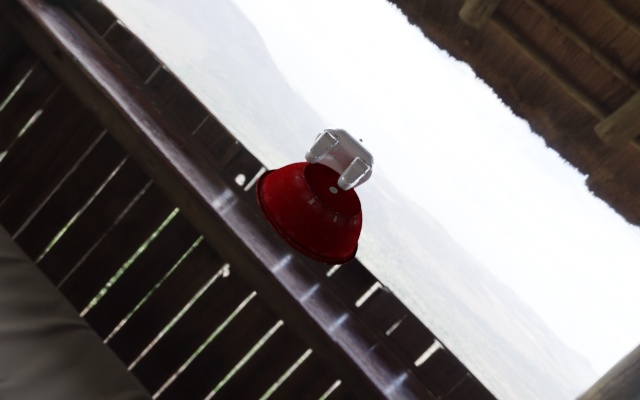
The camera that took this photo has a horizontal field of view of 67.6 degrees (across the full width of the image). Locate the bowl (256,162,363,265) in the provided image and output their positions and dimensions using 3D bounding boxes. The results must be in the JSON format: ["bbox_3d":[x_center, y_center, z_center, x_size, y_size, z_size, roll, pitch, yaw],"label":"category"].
[{"bbox_3d":[0.000,0.002,0.609,0.162,0.162,0.055,0,-40,-50],"label":"bowl"}]
